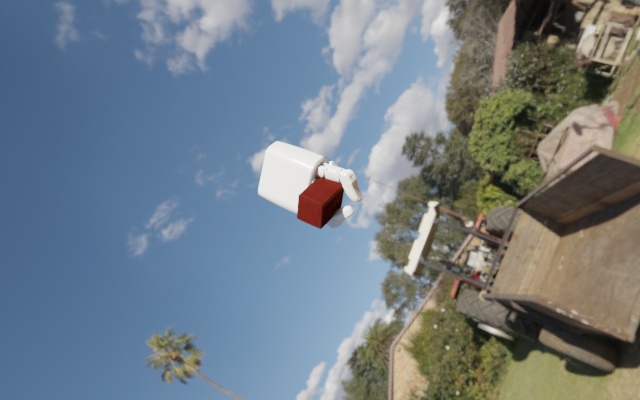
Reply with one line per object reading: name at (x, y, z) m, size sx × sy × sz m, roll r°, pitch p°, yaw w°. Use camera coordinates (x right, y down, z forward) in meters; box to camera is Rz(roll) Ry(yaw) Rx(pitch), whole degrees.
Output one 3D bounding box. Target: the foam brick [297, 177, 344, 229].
foam brick at (0.000, 0.003, 0.841) m, size 0.051 × 0.053 × 0.078 m, roll 23°, pitch 39°, yaw 20°
